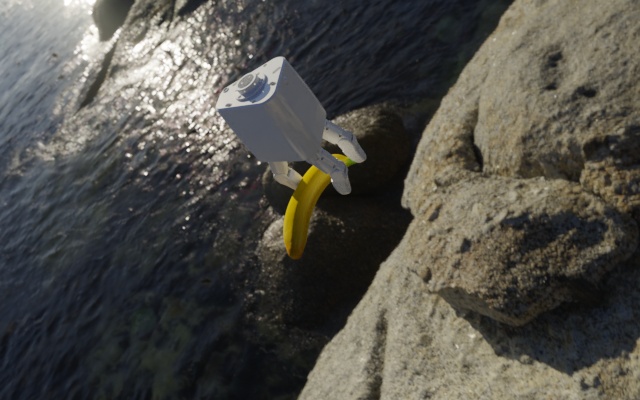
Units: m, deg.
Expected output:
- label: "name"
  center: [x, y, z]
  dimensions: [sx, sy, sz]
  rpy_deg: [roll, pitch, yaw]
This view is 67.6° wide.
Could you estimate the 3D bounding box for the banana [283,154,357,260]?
- label: "banana"
  center: [-0.012, -0.003, 0.716]
  dimensions: [0.069, 0.197, 0.037]
  rpy_deg: [12, -29, 42]
